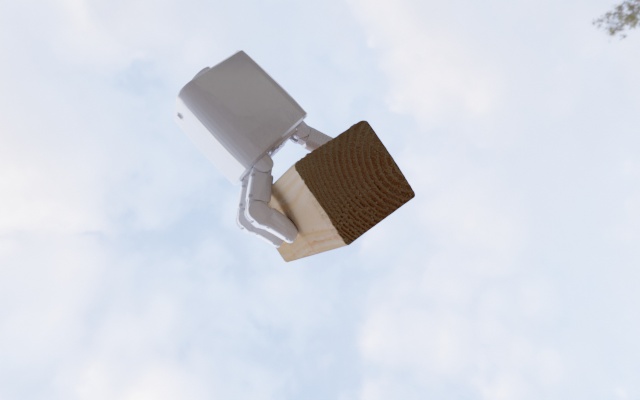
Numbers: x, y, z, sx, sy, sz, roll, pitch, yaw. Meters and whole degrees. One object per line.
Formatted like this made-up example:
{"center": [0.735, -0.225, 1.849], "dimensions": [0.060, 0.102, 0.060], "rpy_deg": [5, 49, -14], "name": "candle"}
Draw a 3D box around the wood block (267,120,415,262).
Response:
{"center": [0.000, 0.001, 0.527], "dimensions": [0.091, 0.090, 0.206], "rpy_deg": [-35, 2, -22], "name": "wood block"}
